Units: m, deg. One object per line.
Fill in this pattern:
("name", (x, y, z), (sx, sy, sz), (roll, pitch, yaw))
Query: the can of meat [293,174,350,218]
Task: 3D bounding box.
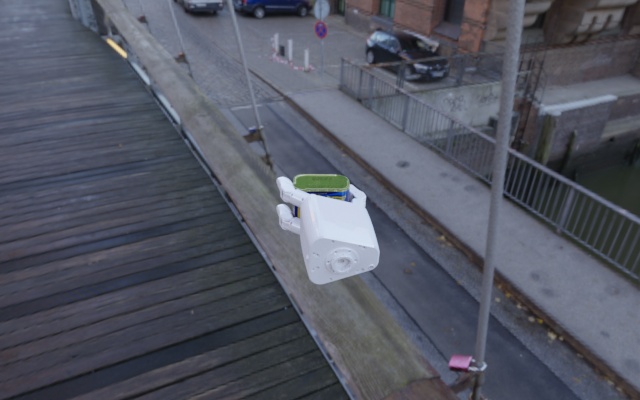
("can of meat", (0.000, 0.002, 0.827), (0.102, 0.084, 0.057), (0, 33, -4))
